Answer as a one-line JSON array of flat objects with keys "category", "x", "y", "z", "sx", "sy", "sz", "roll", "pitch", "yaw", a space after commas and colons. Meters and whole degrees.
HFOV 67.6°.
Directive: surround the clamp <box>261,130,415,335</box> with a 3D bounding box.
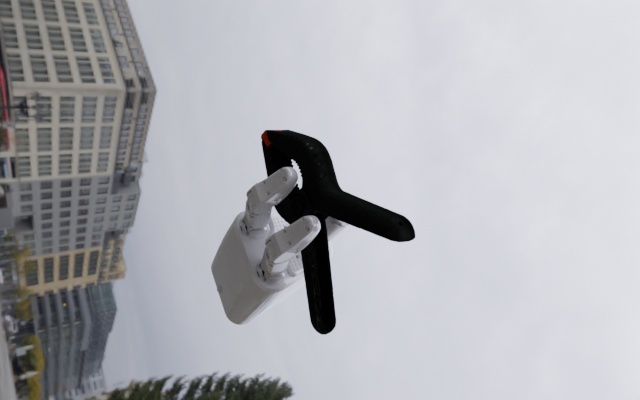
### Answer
[{"category": "clamp", "x": 0.000, "y": 0.001, "z": 0.455, "sx": 0.036, "sy": 0.210, "sz": 0.165, "roll": -5, "pitch": -31, "yaw": -37}]
